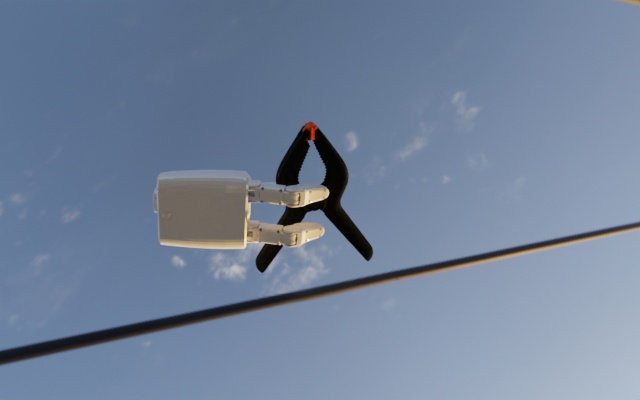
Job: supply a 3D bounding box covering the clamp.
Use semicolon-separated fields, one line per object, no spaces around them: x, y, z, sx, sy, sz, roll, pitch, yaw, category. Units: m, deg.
0.000;0.001;0.636;0.164;0.210;0.036;1;22;-12;clamp
